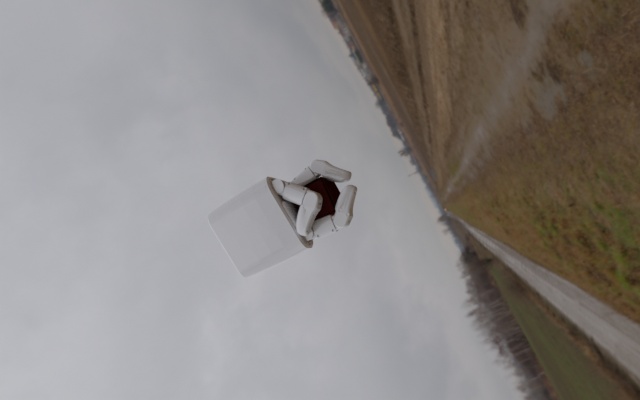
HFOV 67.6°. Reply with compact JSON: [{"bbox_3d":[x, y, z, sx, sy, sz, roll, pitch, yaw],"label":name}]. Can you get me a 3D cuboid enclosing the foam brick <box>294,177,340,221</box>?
[{"bbox_3d":[0.000,0.002,0.690,0.051,0.053,0.078,-29,-11,13],"label":"foam brick"}]
